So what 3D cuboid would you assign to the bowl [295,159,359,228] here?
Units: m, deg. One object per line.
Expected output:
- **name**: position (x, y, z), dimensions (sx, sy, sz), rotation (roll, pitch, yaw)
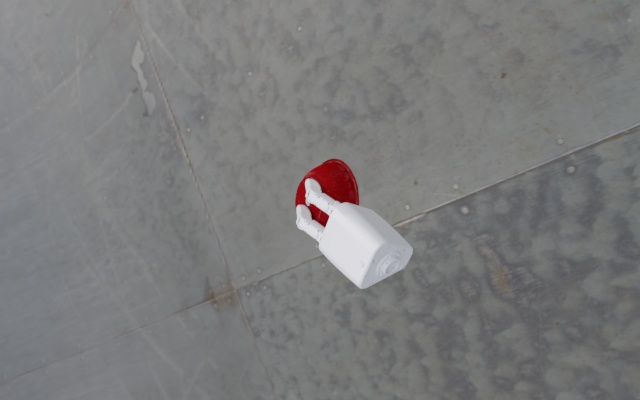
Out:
- **bowl**: position (-0.001, 0.002, 0.868), dimensions (0.055, 0.162, 0.162), rotation (1, -1, -33)
